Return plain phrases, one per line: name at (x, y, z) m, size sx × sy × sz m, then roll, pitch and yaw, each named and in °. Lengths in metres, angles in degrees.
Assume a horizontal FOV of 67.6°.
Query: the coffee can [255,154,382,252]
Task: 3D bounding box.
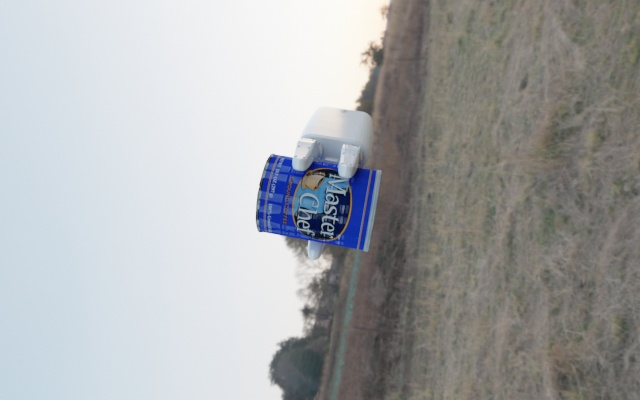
coffee can at (0.000, 0.002, 0.601) m, size 0.140 × 0.103 × 0.103 m, roll 10°, pitch 1°, yaw 6°
